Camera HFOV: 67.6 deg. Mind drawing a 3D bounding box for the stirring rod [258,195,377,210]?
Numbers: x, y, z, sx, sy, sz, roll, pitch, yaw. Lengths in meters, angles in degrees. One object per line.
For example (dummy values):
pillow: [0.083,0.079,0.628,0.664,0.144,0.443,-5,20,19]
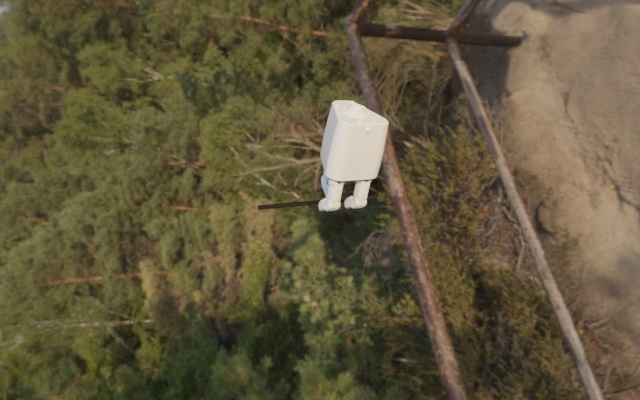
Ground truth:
stirring rod: [0.000,0.003,0.889,0.239,0.011,0.011,-5,2,-25]
